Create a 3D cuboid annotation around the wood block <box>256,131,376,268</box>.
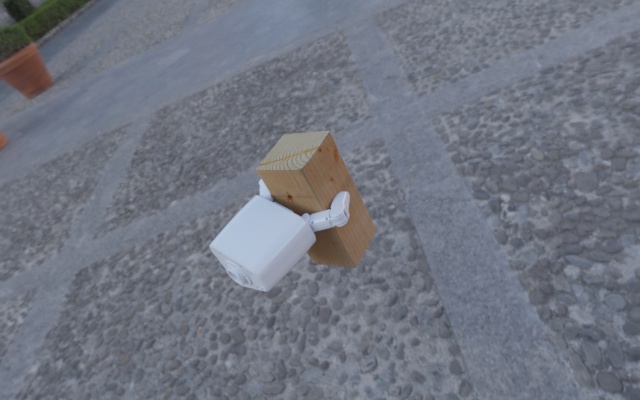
[{"bbox_3d":[0.000,0.003,0.748,0.091,0.206,0.090,2,45,37],"label":"wood block"}]
